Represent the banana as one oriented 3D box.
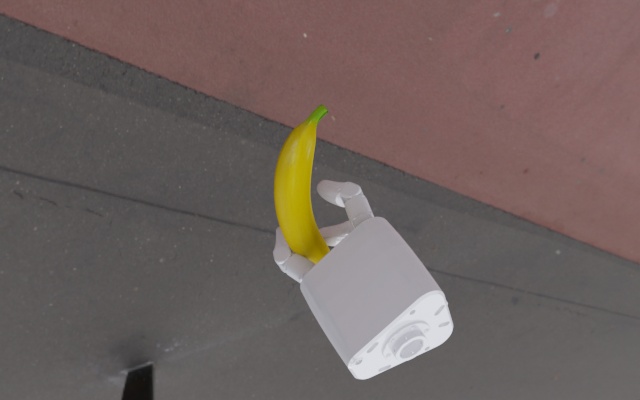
[{"bbox_3d":[-0.016,0.004,0.501,0.069,0.198,0.037,-18,35,-26],"label":"banana"}]
